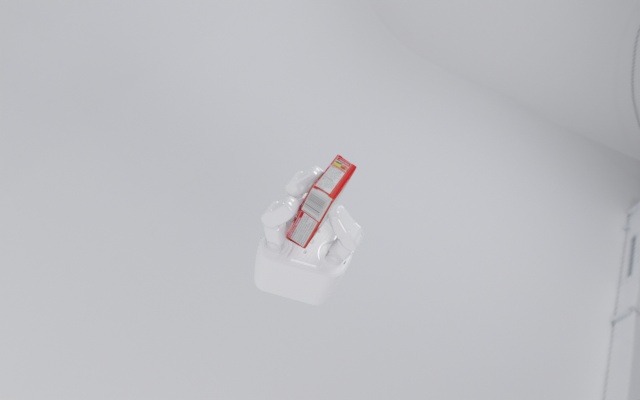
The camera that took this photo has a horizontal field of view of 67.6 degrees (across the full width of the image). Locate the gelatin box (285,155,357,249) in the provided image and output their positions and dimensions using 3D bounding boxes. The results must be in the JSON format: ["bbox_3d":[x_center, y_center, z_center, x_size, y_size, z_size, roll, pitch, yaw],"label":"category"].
[{"bbox_3d":[0.001,0.002,0.541,0.030,0.089,0.073,33,41,4],"label":"gelatin box"}]
